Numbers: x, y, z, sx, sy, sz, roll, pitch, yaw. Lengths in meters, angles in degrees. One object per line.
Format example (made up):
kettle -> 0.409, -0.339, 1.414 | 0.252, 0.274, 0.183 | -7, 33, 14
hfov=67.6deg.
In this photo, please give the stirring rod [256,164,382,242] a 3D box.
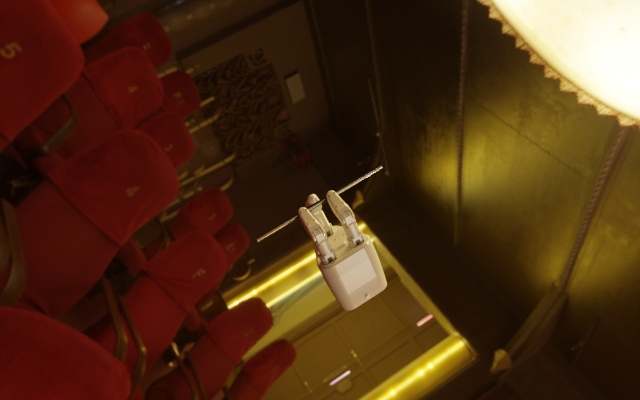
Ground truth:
stirring rod -> 0.000, 0.003, 0.785 | 0.239, 0.011, 0.011 | -31, 6, -10
